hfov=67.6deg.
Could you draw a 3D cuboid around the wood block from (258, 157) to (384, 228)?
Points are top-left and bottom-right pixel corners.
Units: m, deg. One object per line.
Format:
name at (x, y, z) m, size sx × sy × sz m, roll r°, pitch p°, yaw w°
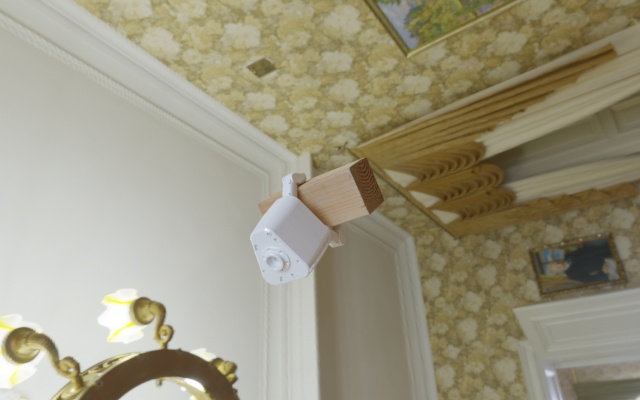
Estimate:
wood block at (0.000, 0.003, 0.890) m, size 0.206 × 0.091 × 0.090 m, roll -20°, pitch 8°, yaw 30°
